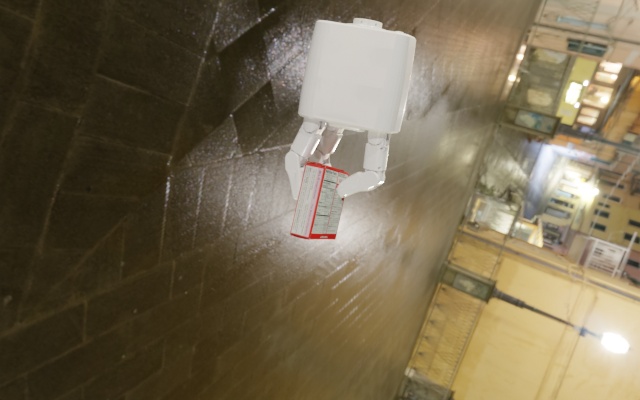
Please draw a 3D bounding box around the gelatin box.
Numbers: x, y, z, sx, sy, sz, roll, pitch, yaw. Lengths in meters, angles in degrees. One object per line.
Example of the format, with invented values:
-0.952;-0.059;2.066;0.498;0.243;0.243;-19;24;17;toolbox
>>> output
0.000;0.002;0.575;0.030;0.089;0.073;12;2;26;gelatin box
